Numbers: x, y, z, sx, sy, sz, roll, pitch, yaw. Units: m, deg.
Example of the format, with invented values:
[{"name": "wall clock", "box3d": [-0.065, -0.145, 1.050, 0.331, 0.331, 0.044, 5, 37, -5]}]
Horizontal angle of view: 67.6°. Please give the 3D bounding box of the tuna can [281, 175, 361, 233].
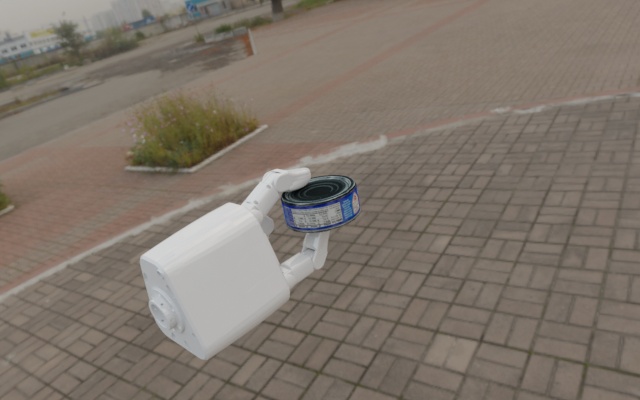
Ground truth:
[{"name": "tuna can", "box3d": [0.000, 0.001, 0.526, 0.086, 0.034, 0.086, -10, 21, 4]}]
